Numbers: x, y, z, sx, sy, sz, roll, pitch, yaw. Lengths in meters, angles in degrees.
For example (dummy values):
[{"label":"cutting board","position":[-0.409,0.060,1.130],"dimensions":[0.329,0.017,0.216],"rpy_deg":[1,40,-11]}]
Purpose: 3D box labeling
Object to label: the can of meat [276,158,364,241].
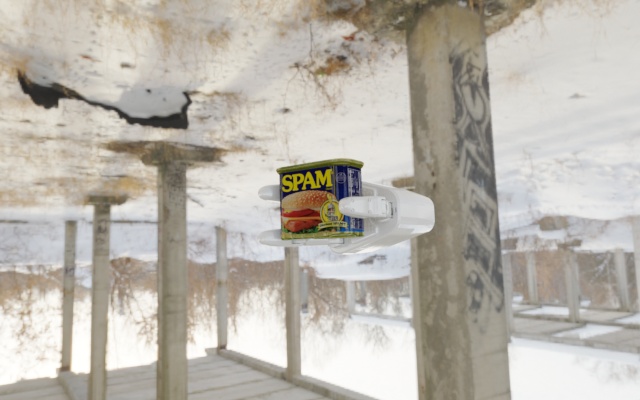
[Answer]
[{"label":"can of meat","position":[0.000,0.002,0.544],"dimensions":[0.102,0.084,0.057],"rpy_deg":[-6,-7,34]}]
